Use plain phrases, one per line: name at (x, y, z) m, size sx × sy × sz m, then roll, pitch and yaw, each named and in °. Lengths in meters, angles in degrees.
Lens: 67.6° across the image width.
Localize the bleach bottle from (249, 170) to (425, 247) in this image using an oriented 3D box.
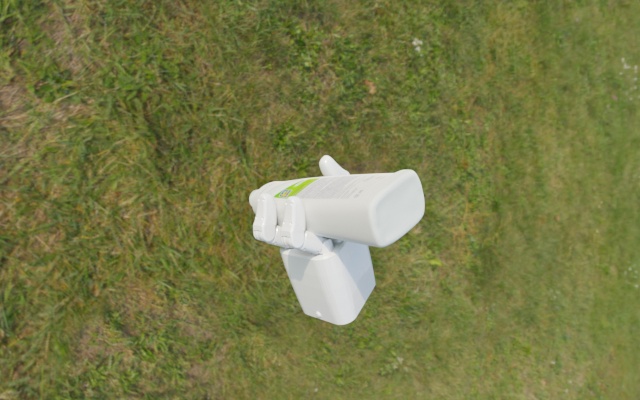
bleach bottle at (0.000, 0.002, 0.615) m, size 0.251 × 0.068 × 0.102 m, roll 5°, pitch 29°, yaw 46°
